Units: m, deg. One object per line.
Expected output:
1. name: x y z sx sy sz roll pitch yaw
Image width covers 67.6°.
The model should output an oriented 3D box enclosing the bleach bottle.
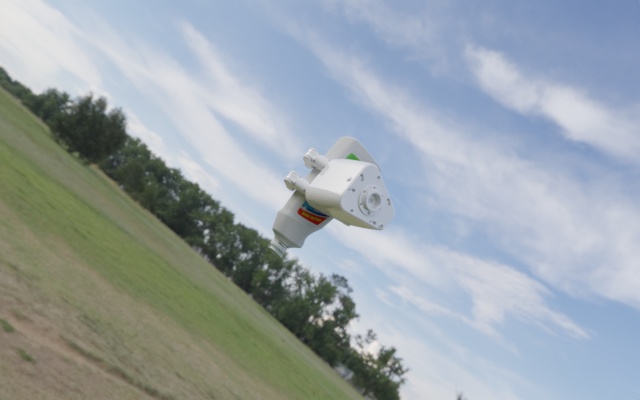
1. bleach bottle: 0.000 0.003 0.878 0.103 0.250 0.068 47 -17 -27
